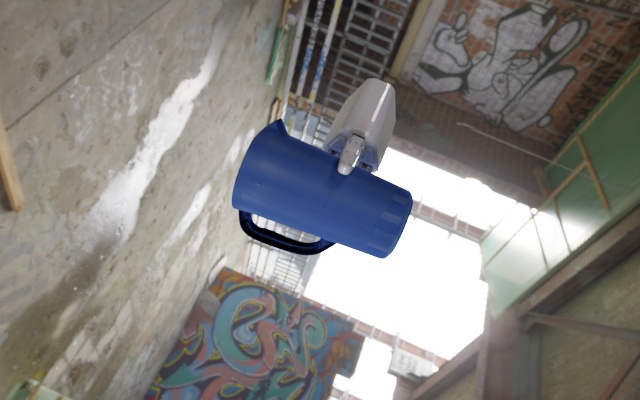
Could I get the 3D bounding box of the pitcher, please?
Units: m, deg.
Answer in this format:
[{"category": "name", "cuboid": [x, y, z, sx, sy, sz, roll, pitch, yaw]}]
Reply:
[{"category": "pitcher", "cuboid": [0.000, 0.002, 0.698, 0.243, 0.145, 0.149, 23, -25, 2]}]
